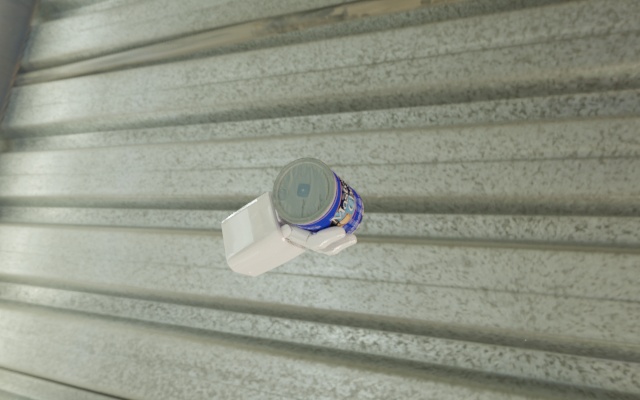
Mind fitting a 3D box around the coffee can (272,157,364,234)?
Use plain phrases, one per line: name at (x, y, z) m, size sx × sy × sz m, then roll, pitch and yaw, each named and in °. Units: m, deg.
coffee can at (0.000, 0.002, 0.765) m, size 0.103 × 0.102 × 0.140 m, roll 0°, pitch -15°, yaw 23°
